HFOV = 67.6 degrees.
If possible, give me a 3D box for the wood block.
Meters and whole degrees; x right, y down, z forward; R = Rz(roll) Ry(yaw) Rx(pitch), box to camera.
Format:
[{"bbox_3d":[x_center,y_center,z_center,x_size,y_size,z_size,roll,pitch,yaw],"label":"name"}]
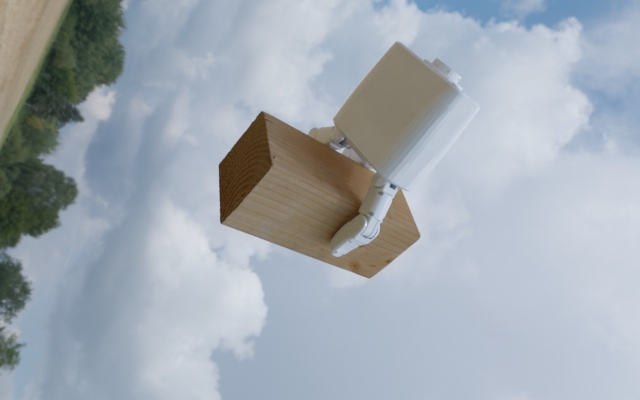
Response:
[{"bbox_3d":[0.000,0.002,0.526,0.206,0.090,0.090,25,-55,-33],"label":"wood block"}]
